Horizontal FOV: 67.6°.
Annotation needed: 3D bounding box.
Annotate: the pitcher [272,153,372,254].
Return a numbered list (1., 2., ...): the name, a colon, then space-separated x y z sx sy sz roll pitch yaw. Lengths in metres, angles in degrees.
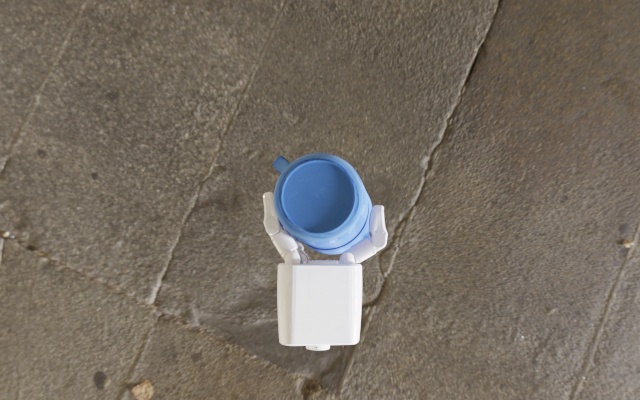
1. pitcher: 0.000 0.002 0.673 0.149 0.145 0.243 0 -7 5
